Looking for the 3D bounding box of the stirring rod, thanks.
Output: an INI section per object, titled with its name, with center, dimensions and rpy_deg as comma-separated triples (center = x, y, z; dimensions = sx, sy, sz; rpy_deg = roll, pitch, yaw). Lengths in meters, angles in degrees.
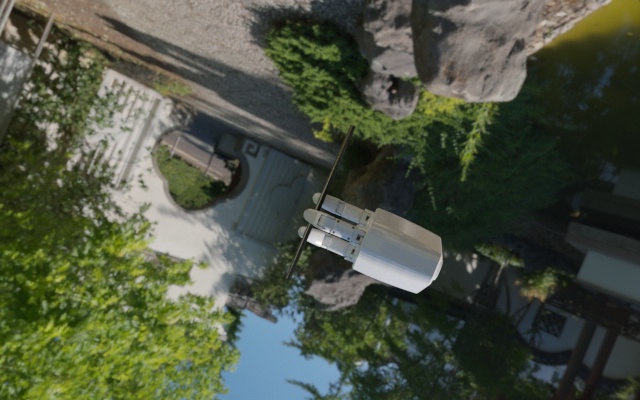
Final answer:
[stirring rod]
center = 0.000, 0.002, 0.692
dimensions = 0.011, 0.239, 0.011
rpy_deg = 23, -1, 0
